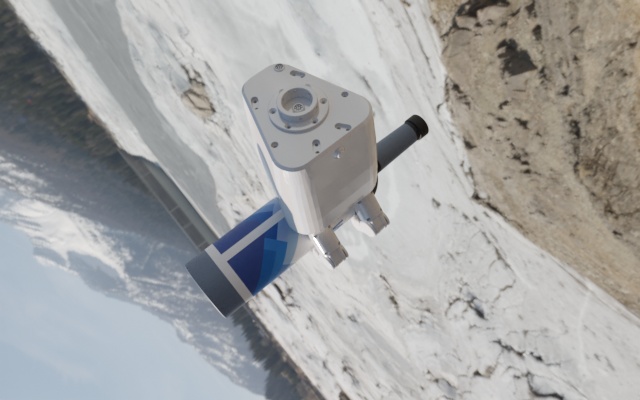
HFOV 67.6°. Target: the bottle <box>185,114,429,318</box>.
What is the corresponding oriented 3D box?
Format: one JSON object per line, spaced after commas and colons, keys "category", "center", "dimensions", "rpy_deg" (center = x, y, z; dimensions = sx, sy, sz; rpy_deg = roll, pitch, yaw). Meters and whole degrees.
{"category": "bottle", "center": [0.000, 0.002, 0.502], "dimensions": [0.295, 0.069, 0.069], "rpy_deg": [-38, 11, -14]}
